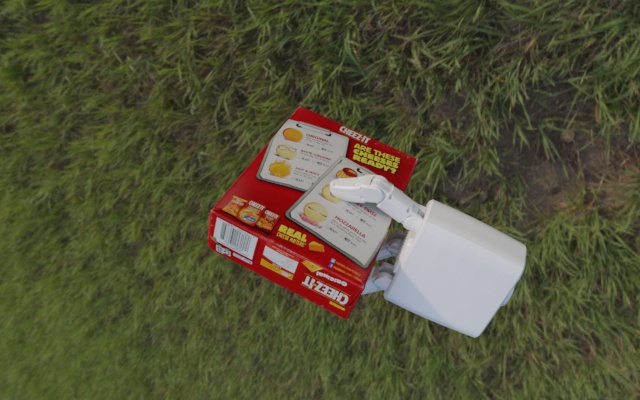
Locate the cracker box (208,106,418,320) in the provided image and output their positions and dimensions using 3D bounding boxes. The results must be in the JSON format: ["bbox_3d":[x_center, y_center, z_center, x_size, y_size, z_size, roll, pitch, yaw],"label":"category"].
[{"bbox_3d":[0.000,0.002,0.535,0.164,0.072,0.213,26,45,6],"label":"cracker box"}]
